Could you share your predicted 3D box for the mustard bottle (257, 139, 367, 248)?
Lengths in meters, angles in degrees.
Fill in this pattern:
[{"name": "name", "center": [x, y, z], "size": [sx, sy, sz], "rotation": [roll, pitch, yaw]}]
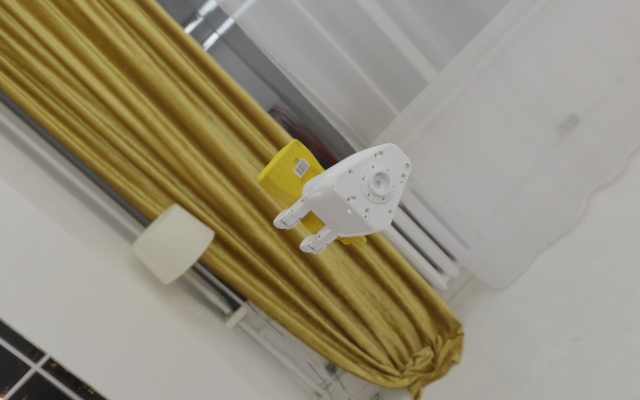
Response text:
[{"name": "mustard bottle", "center": [0.000, 0.002, 0.727], "size": [0.058, 0.192, 0.096], "rotation": [-33, 17, 46]}]
